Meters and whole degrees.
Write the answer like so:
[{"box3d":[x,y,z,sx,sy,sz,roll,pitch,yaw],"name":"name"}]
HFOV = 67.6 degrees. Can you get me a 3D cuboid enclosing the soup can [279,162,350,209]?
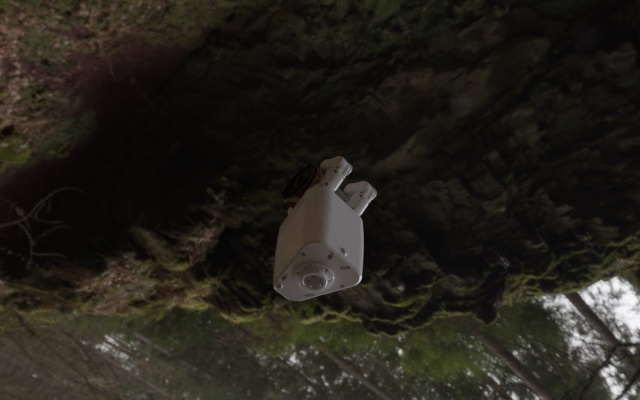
[{"box3d":[0.000,0.002,0.690,0.102,0.068,0.068,42,-22,-26],"name":"soup can"}]
